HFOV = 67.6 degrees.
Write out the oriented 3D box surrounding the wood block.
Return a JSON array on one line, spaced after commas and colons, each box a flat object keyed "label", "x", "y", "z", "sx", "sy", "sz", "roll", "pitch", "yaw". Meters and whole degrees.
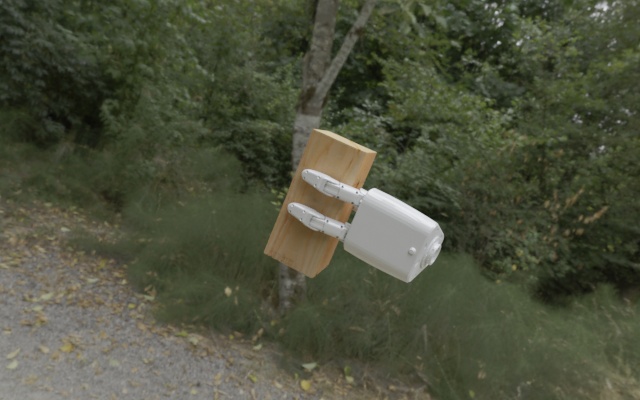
[{"label": "wood block", "x": 0.001, "y": 0.002, "z": 0.747, "sx": 0.090, "sy": 0.206, "sz": 0.091, "roll": 26, "pitch": 12, "yaw": 13}]
